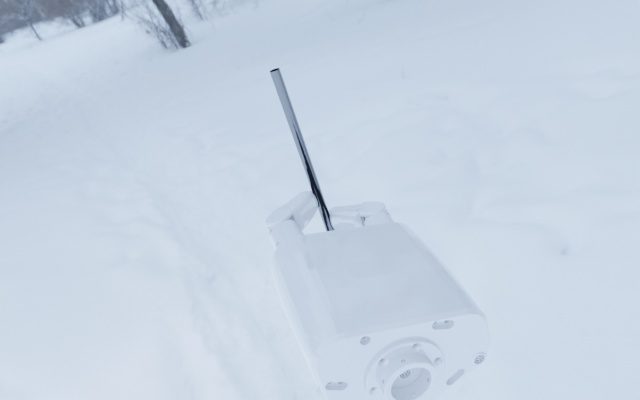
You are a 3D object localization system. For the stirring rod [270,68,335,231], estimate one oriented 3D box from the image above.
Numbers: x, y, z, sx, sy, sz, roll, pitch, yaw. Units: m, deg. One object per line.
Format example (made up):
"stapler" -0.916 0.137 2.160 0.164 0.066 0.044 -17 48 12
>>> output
"stirring rod" 0.000 0.001 0.418 0.011 0.240 0.011 -15 29 8
